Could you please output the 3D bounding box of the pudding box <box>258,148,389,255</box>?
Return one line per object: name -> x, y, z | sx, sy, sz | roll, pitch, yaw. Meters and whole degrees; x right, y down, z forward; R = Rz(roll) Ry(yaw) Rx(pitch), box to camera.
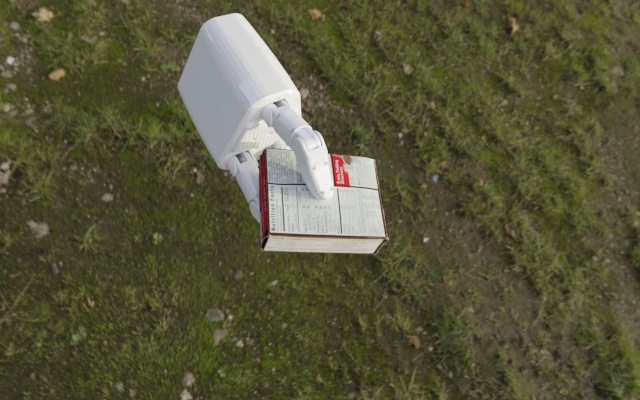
pudding box -> 0.000, 0.001, 0.441 | 0.113, 0.090, 0.039 | 3, -28, -15
